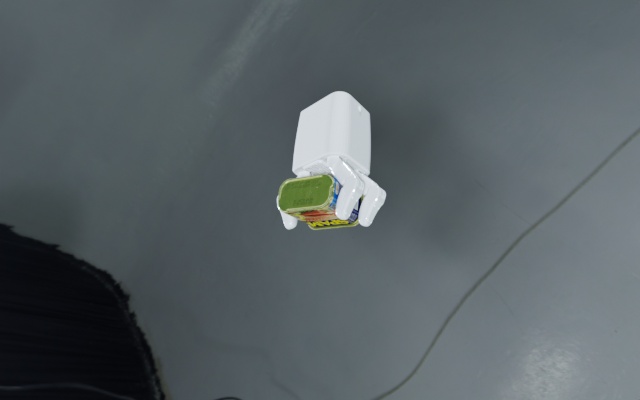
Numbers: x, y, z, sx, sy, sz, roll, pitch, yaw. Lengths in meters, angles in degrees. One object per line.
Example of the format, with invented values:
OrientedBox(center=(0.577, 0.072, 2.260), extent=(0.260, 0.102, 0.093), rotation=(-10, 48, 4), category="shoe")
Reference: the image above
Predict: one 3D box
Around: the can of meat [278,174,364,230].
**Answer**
OrientedBox(center=(0.000, 0.002, 0.702), extent=(0.102, 0.057, 0.084), rotation=(-7, -23, 34), category="can of meat")
